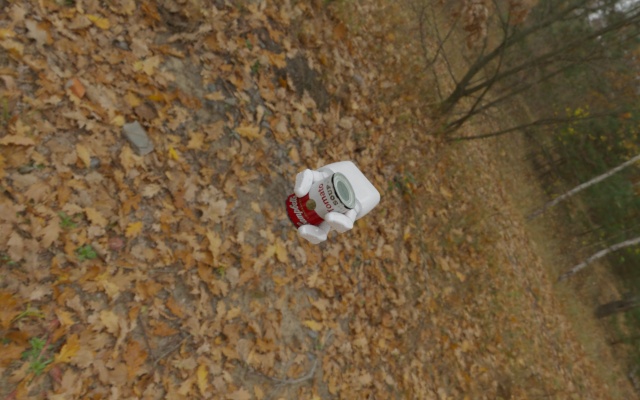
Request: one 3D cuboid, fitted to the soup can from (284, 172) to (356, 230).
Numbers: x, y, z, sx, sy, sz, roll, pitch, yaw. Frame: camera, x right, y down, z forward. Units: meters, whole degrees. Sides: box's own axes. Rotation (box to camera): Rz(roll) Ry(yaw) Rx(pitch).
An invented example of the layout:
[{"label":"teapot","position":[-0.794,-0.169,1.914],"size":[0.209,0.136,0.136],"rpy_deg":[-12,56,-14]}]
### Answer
[{"label":"soup can","position":[0.000,0.003,0.799],"size":[0.102,0.068,0.068],"rpy_deg":[-25,-13,28]}]
